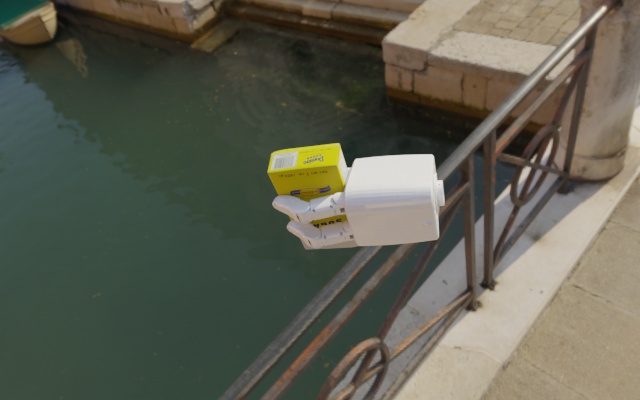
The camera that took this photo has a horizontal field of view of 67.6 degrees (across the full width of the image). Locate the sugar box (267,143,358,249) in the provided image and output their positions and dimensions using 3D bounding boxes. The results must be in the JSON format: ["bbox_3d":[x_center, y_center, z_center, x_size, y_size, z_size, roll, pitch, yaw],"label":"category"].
[{"bbox_3d":[0.000,0.002,0.656,0.093,0.048,0.176,-5,-43,16],"label":"sugar box"}]
